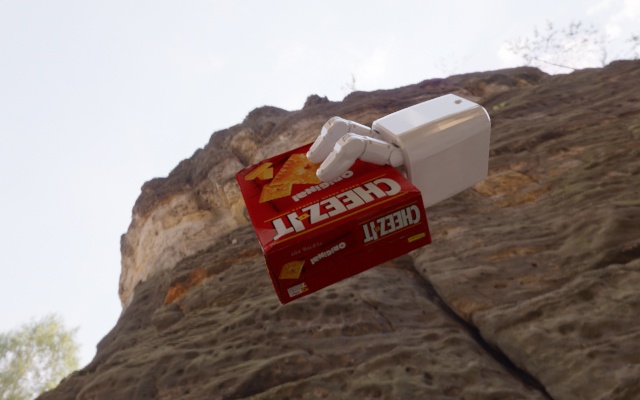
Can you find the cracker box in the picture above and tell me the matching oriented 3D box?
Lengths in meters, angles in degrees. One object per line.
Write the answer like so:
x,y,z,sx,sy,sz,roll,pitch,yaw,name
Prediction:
0.000,0.002,0.544,0.164,0.072,0.213,-22,28,-7,cracker box
